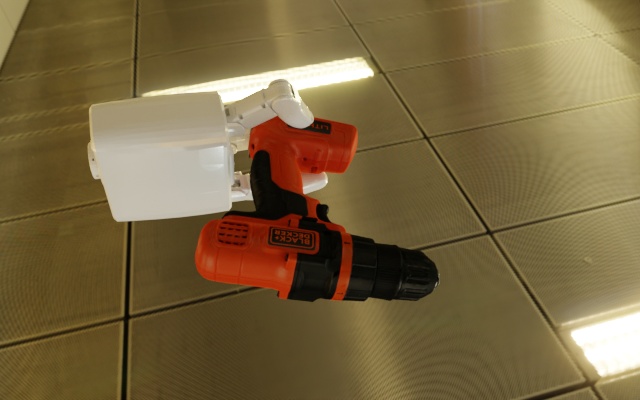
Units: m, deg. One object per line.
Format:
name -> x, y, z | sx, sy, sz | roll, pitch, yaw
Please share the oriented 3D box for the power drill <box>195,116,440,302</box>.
power drill -> 0.000, 0.001, 0.409 | 0.184, 0.057, 0.187 | 10, 40, -9
